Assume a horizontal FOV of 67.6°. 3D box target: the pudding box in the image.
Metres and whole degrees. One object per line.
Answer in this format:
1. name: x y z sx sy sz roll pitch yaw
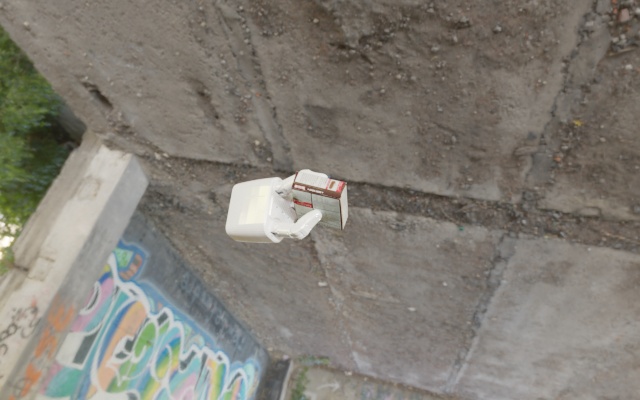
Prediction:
1. pudding box: 0.000 0.003 0.830 0.090 0.039 0.114 13 -28 12
